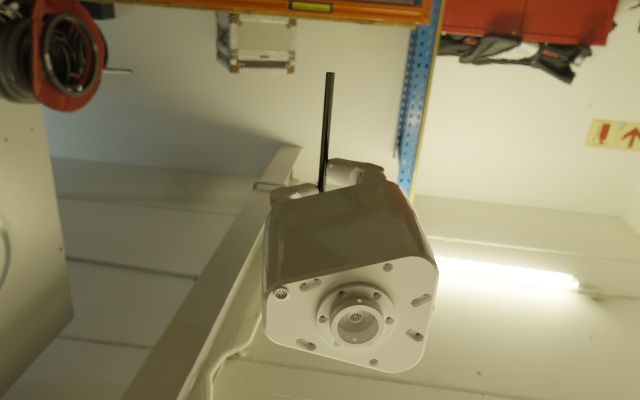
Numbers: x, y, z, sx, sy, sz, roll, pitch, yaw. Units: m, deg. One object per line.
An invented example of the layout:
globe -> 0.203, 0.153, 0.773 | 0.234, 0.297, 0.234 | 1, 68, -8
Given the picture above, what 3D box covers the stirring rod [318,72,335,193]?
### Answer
stirring rod -> 0.000, 0.001, 0.453 | 0.011, 0.240, 0.011 | 4, 24, -2
